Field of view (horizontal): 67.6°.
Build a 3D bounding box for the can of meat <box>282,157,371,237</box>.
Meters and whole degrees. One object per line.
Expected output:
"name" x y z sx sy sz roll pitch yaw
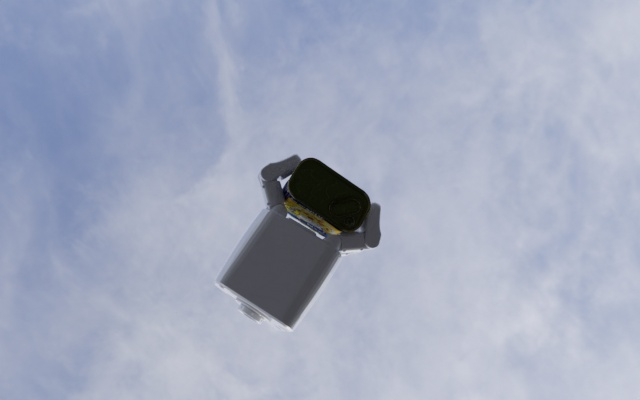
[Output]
"can of meat" 0.000 0.002 0.600 0.102 0.057 0.084 34 -20 -7
